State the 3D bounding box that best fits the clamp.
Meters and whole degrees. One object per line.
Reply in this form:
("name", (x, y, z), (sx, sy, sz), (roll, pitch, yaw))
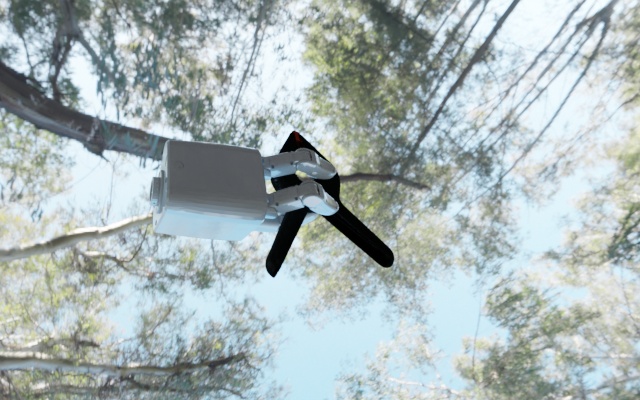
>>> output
("clamp", (-0.001, 0.002, 0.592), (0.164, 0.209, 0.036), (7, -39, -26))
